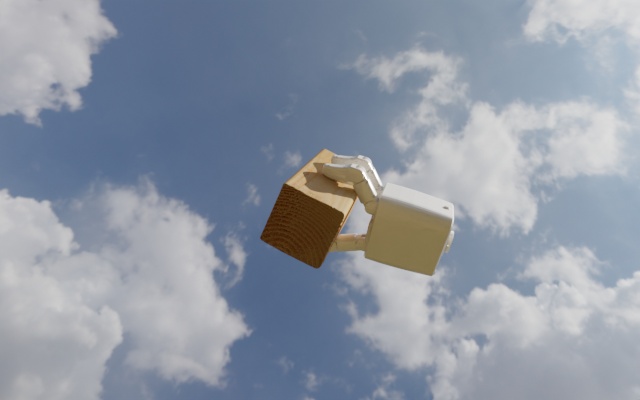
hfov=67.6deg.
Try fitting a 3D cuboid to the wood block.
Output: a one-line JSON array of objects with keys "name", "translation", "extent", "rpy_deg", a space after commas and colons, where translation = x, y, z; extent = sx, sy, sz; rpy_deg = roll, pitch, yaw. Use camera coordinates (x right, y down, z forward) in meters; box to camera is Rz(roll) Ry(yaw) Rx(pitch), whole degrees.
[{"name": "wood block", "translation": [0.000, 0.003, 0.700], "extent": [0.090, 0.091, 0.206], "rpy_deg": [27, 22, 5]}]
